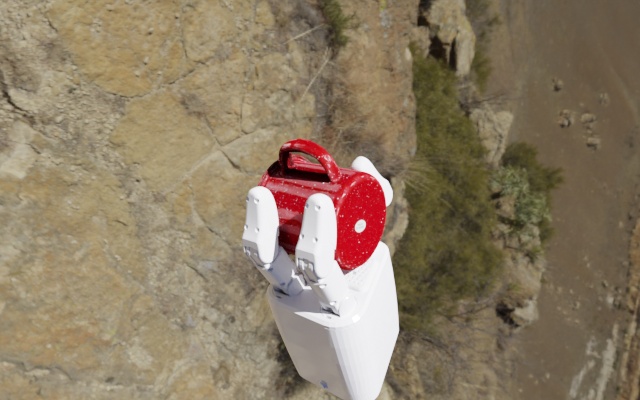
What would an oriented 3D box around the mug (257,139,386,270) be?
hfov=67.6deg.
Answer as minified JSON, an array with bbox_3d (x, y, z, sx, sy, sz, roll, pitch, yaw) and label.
[{"bbox_3d":[0.000,0.000,0.401,0.081,0.117,0.093,12,40,37],"label":"mug"}]
